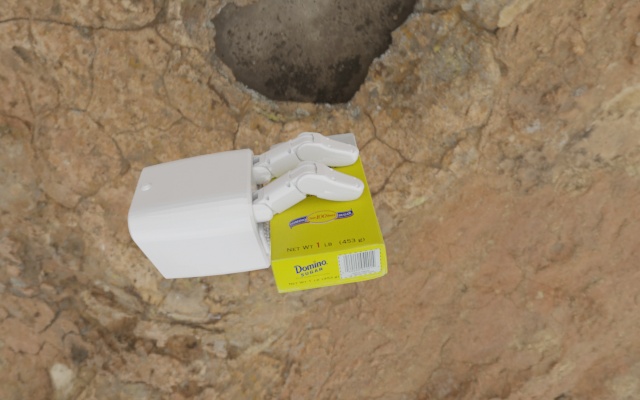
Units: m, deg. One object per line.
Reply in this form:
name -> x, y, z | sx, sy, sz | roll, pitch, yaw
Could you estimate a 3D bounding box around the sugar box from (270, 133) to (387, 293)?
sugar box -> 0.000, 0.001, 0.449 | 0.093, 0.048, 0.176 | -8, 41, -1
